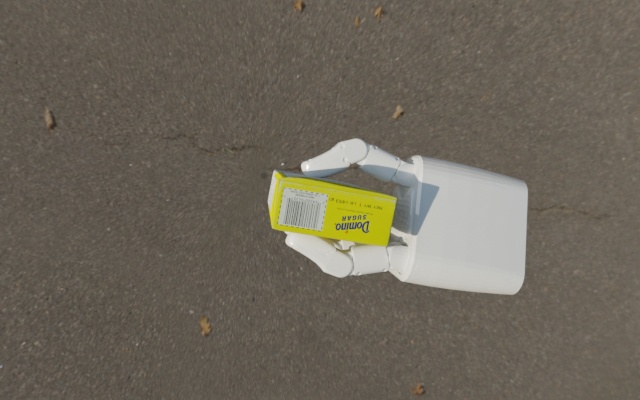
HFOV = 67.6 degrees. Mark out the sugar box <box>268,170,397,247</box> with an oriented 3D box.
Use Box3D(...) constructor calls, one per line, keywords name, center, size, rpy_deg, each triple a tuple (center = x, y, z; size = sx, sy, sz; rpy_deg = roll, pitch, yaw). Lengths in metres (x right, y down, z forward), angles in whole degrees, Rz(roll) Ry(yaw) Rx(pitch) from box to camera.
Box3D(name="sugar box", center=(0.000, 0.002, 0.442), size=(0.093, 0.048, 0.176), rpy_deg=(10, 2, -7))
